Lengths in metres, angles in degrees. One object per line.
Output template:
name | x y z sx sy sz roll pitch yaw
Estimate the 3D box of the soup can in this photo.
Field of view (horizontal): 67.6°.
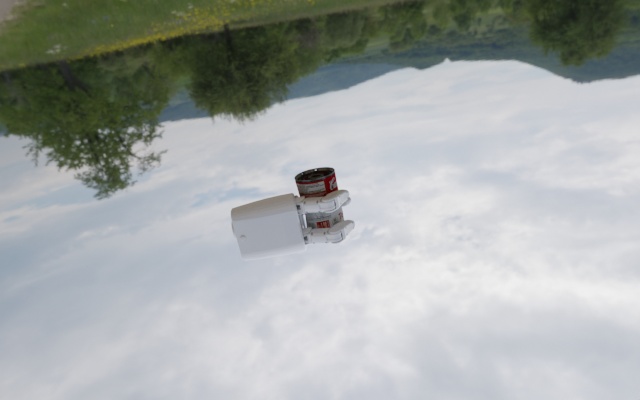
soup can | 0.001 0.003 0.801 0.068 0.102 0.068 -11 18 4
